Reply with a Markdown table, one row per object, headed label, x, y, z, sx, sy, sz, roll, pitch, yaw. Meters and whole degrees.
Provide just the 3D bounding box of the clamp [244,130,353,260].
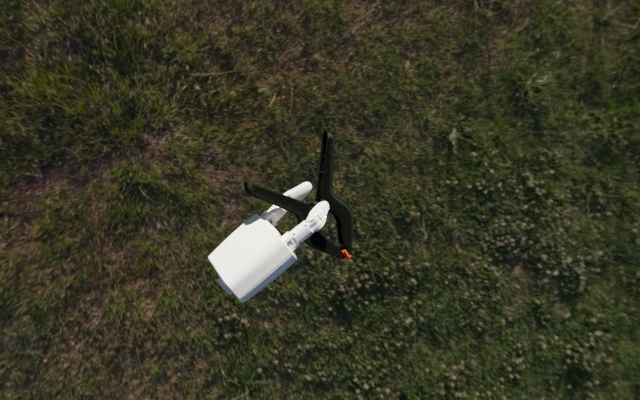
| label | x | y | z | sx | sy | sz | roll | pitch | yaw |
| --- | --- | --- | --- | --- | --- | --- | --- | --- | --- |
| clamp | 0.000 | 0.003 | 0.779 | 0.164 | 0.210 | 0.036 | -40 | 18 | -8 |
